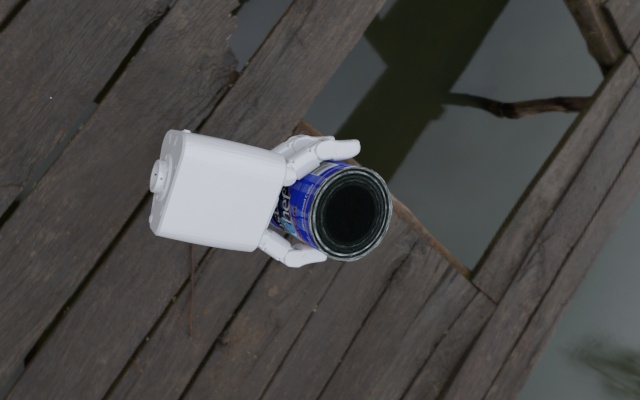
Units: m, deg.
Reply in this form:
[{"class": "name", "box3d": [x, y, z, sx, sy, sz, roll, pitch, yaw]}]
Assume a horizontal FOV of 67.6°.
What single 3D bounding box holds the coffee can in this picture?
[{"class": "coffee can", "box3d": [0.000, 0.002, 0.555, 0.103, 0.103, 0.140, 0, 11, -29]}]
